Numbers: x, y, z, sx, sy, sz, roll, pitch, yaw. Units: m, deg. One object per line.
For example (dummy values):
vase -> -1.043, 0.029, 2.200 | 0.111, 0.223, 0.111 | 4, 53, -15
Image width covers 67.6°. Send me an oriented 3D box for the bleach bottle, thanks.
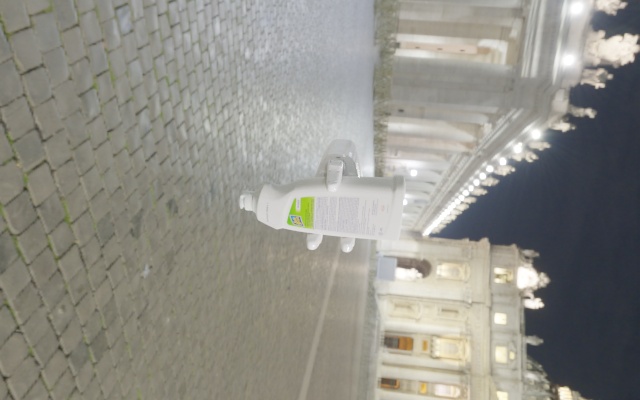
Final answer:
bleach bottle -> 0.000, 0.003, 0.742 | 0.251, 0.103, 0.068 | 5, 23, 5
